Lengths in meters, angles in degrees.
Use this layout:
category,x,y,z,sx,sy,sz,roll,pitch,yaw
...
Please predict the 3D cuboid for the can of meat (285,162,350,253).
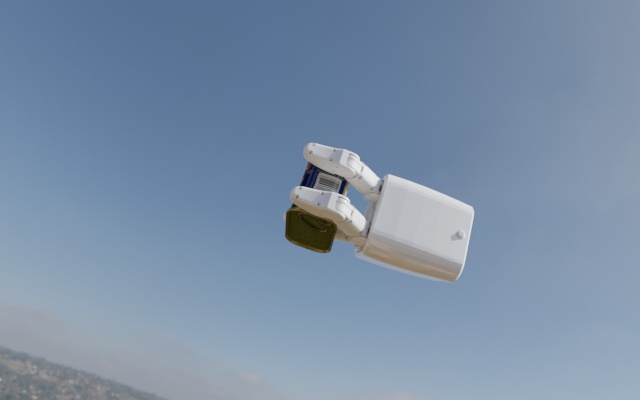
category,x,y,z,sx,sy,sz,roll,pitch,yaw
can of meat,0.000,0.002,0.554,0.057,0.084,0.102,18,-26,4
